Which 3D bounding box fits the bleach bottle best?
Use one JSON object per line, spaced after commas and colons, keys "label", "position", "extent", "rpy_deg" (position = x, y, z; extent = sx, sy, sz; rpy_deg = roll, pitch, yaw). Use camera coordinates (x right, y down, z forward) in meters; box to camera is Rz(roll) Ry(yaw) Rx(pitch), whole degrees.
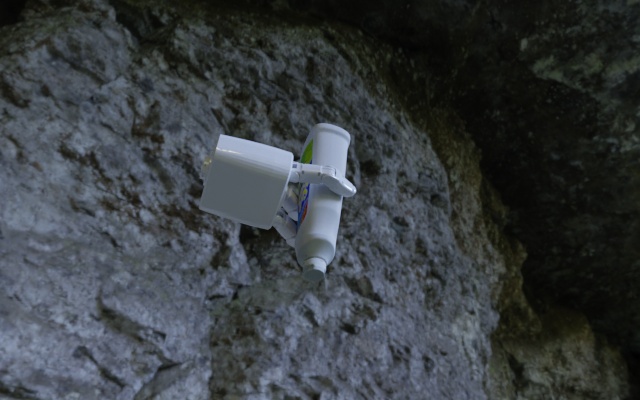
{"label": "bleach bottle", "position": [0.000, 0.002, 0.712], "extent": [0.068, 0.250, 0.103], "rpy_deg": [16, -44, -13]}
